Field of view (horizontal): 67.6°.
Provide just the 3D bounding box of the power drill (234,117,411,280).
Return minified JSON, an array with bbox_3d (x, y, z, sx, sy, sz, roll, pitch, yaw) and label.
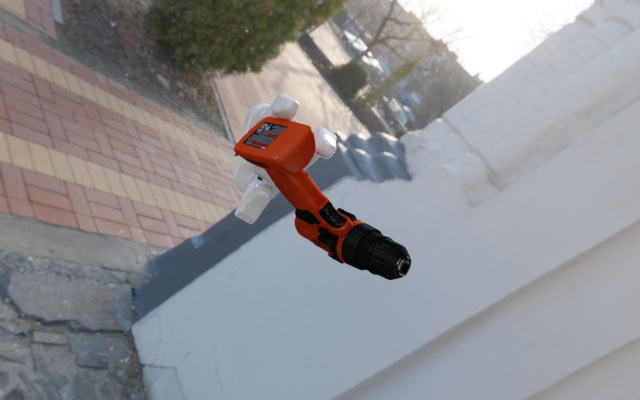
[{"bbox_3d":[0.000,0.001,0.517,0.184,0.057,0.188,20,-29,50],"label":"power drill"}]
